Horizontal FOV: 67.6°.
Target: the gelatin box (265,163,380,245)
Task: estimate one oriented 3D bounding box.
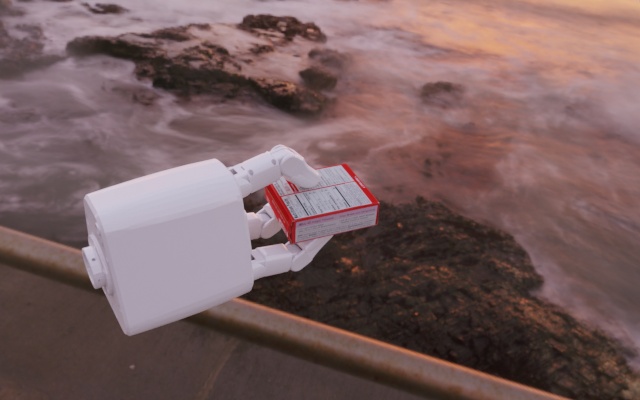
[{"bbox_3d":[0.000,0.001,0.454,0.089,0.030,0.073,-12,39,-20],"label":"gelatin box"}]
